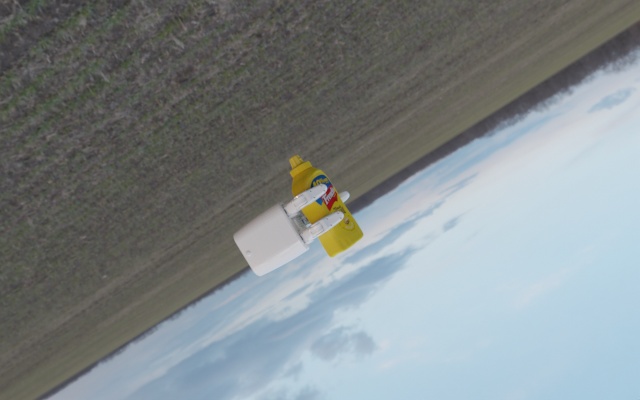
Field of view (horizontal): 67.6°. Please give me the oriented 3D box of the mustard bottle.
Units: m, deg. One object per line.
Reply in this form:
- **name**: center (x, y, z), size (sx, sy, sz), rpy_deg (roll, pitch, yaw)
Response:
- **mustard bottle**: center (0.001, 0.003, 0.863), size (0.058, 0.191, 0.096), rpy_deg (-33, -3, 34)
